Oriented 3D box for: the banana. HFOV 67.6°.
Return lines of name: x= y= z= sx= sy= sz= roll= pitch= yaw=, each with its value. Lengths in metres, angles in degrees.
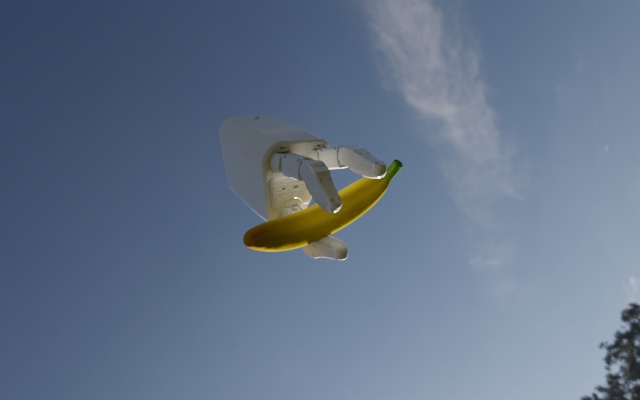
banana: x=0.002 y=0.012 z=0.521 sx=0.197 sy=0.070 sz=0.037 roll=-28 pitch=56 yaw=-24
